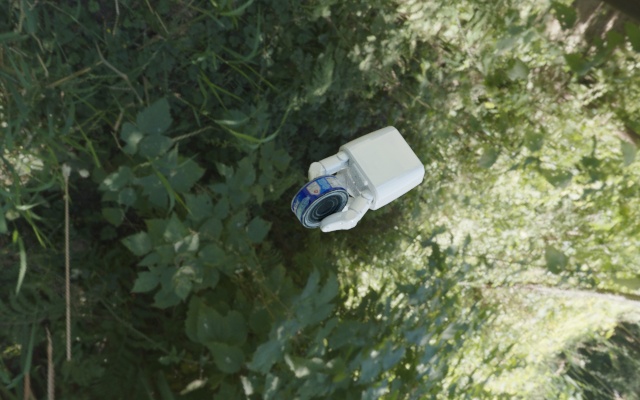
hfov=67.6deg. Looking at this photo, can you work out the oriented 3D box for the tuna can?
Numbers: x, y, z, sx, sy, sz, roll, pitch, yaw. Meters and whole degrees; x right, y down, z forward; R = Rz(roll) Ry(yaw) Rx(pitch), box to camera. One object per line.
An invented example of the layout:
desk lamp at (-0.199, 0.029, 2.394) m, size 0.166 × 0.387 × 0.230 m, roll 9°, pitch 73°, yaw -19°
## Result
tuna can at (0.000, 0.003, 0.728) m, size 0.086 × 0.033 × 0.086 m, roll -27°, pitch -30°, yaw -17°
